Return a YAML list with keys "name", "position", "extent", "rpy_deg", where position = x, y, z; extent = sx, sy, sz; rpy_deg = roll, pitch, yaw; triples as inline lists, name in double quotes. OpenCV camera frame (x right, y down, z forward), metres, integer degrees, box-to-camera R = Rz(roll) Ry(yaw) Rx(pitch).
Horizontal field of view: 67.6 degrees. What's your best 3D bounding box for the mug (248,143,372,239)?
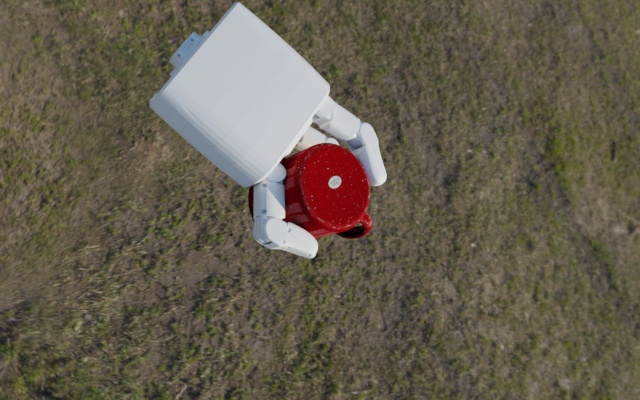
- name: "mug"
  position: [0.001, 0.002, 0.455]
  extent: [0.117, 0.093, 0.081]
  rpy_deg: [39, -30, -22]
